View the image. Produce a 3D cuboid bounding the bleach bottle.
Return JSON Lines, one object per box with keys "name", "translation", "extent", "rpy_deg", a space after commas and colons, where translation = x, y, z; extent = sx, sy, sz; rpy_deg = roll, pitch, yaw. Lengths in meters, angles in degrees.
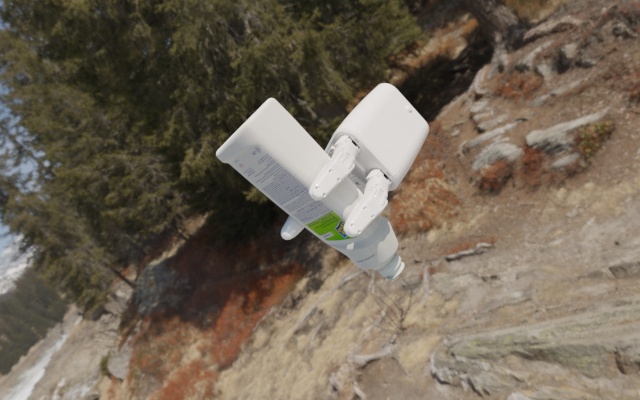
{"name": "bleach bottle", "translation": [0.000, 0.002, 0.560], "extent": [0.102, 0.251, 0.068], "rpy_deg": [-27, 22, 54]}
